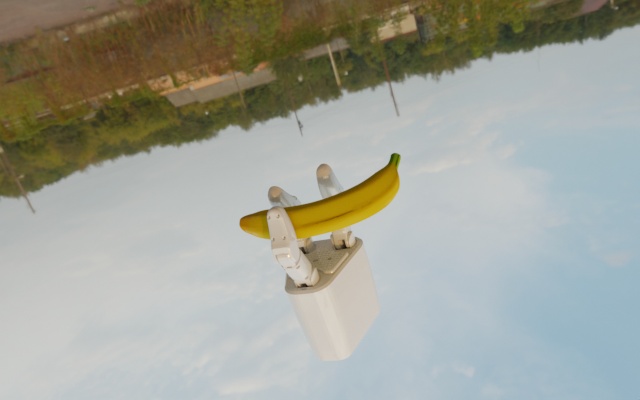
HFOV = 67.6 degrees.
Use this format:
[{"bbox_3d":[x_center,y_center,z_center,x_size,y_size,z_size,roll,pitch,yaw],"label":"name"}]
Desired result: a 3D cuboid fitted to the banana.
[{"bbox_3d":[0.006,0.008,0.518,0.198,0.037,0.069,-21,26,1],"label":"banana"}]
